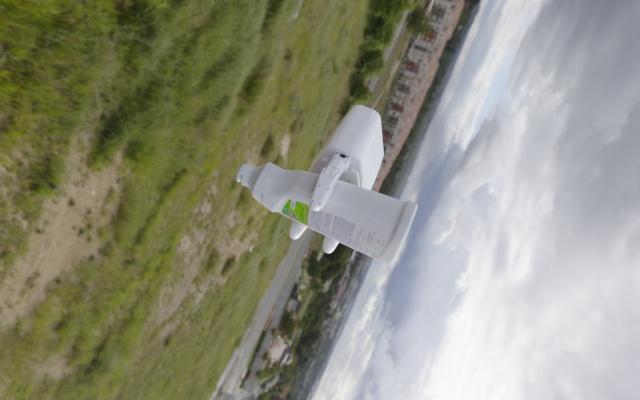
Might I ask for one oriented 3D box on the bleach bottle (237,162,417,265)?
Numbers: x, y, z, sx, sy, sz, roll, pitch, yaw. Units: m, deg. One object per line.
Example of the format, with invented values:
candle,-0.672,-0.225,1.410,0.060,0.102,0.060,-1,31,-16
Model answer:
bleach bottle,0.000,0.002,0.670,0.251,0.068,0.103,23,-35,8
